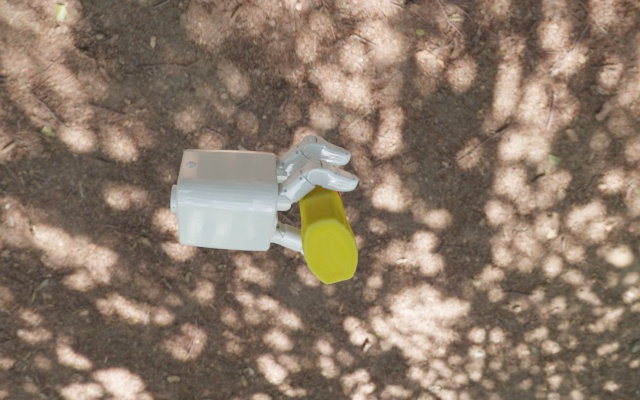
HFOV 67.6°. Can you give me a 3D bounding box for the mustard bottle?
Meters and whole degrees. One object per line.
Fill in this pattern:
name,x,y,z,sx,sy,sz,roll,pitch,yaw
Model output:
mustard bottle,0.000,0.002,0.580,0.058,0.096,0.191,-16,37,3
